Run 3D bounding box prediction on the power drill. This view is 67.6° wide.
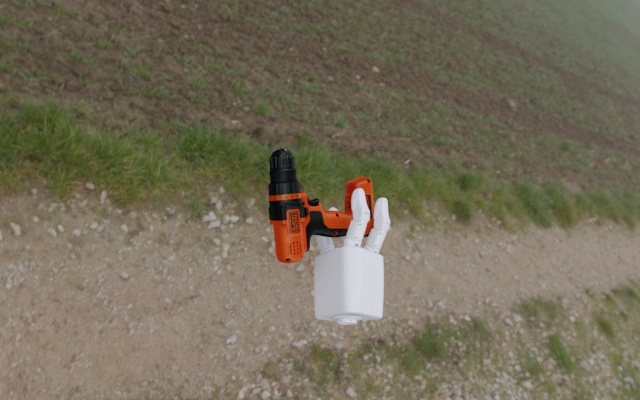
[{"bbox_3d":[0.001,0.003,0.803,0.187,0.184,0.057,-6,4,-31],"label":"power drill"}]
